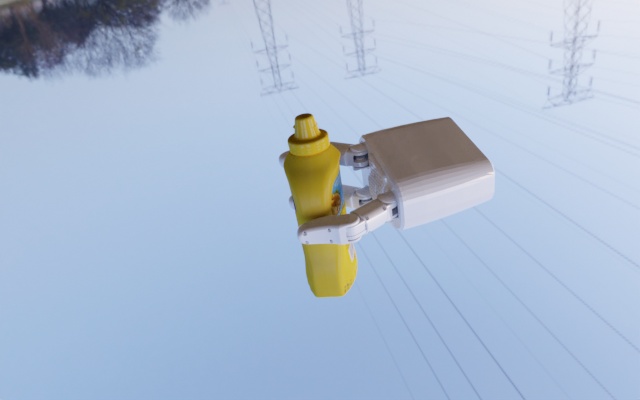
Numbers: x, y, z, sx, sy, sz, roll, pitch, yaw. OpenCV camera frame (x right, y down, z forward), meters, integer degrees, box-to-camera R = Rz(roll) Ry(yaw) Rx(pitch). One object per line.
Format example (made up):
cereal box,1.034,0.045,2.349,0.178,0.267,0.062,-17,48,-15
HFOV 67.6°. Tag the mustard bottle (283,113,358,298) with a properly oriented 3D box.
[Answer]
mustard bottle,0.000,0.002,0.502,0.058,0.192,0.096,-4,30,11
